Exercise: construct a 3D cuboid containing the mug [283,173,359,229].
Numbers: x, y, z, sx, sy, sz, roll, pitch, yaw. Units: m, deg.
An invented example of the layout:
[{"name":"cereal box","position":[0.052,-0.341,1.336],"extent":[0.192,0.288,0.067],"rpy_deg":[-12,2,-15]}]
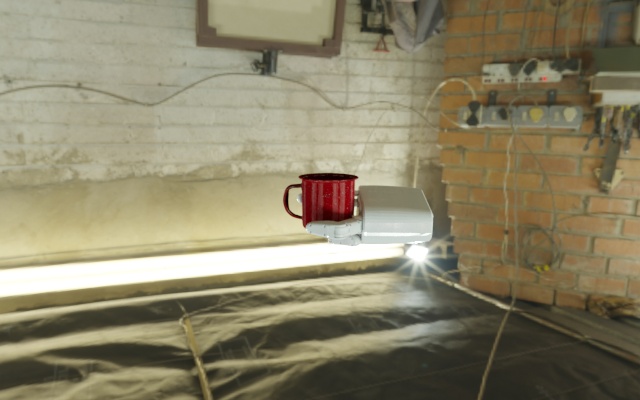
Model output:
[{"name":"mug","position":[-0.001,0.003,0.741],"extent":[0.117,0.081,0.093],"rpy_deg":[0,10,0]}]
